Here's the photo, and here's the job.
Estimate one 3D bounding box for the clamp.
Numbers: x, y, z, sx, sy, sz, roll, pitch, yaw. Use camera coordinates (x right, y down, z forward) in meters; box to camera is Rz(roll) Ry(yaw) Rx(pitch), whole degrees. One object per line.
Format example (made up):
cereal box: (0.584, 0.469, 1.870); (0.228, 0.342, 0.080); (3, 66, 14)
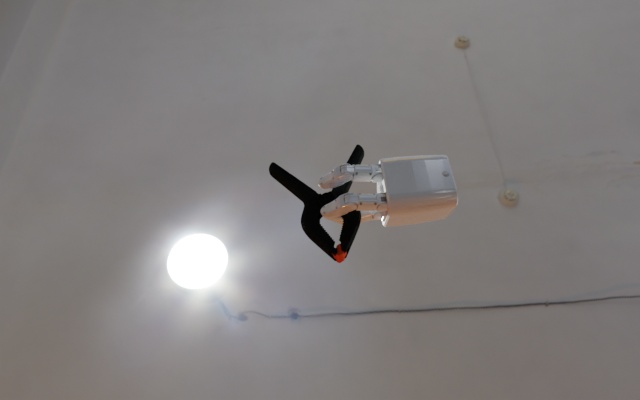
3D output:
clamp: (0.000, 0.003, 0.769); (0.164, 0.209, 0.036); (-7, -33, 2)
